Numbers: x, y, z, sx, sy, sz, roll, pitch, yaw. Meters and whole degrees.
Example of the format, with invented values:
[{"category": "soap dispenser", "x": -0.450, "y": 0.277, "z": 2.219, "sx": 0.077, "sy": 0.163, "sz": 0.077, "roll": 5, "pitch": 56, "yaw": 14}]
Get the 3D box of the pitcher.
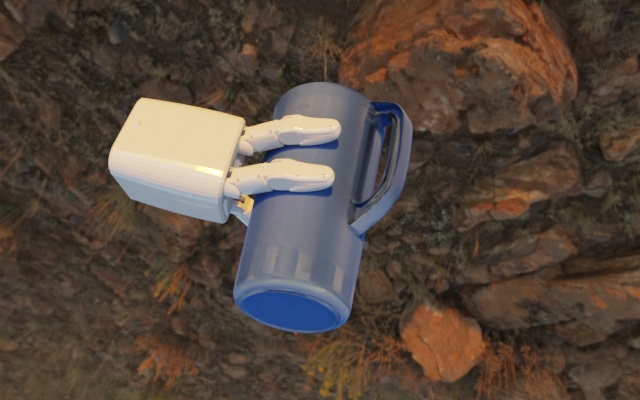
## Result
[{"category": "pitcher", "x": 0.000, "y": 0.002, "z": 0.489, "sx": 0.145, "sy": 0.242, "sz": 0.149, "roll": 14, "pitch": -35, "yaw": -5}]
